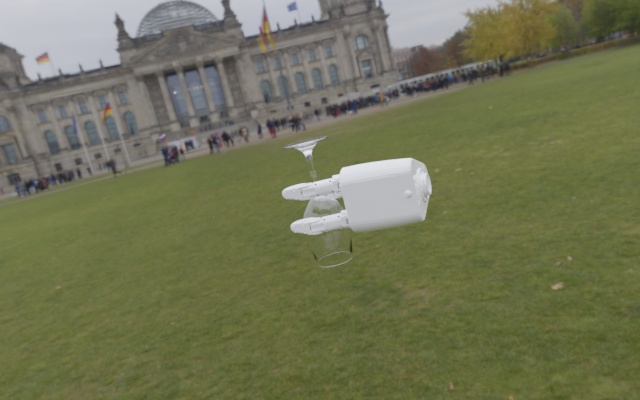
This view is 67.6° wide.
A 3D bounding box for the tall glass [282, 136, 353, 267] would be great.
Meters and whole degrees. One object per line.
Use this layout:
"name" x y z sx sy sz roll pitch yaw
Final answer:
"tall glass" 0.000 0.002 0.765 0.079 0.201 0.079 -14 11 3
